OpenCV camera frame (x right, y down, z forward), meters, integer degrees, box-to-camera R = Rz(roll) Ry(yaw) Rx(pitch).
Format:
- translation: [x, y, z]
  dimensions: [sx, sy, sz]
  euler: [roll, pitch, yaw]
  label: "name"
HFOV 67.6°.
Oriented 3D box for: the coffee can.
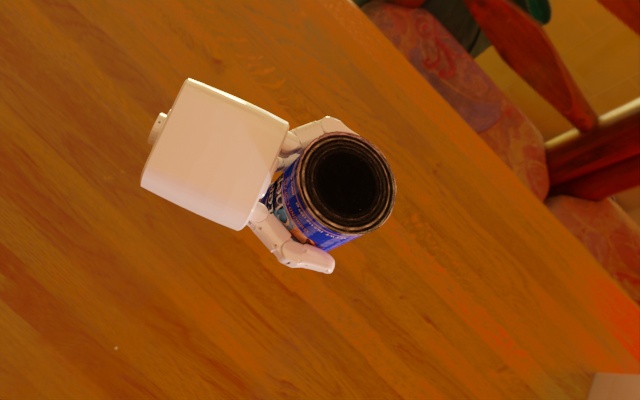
- translation: [0.000, 0.002, 0.505]
  dimensions: [0.103, 0.102, 0.140]
  euler: [0, -16, -23]
  label: "coffee can"
